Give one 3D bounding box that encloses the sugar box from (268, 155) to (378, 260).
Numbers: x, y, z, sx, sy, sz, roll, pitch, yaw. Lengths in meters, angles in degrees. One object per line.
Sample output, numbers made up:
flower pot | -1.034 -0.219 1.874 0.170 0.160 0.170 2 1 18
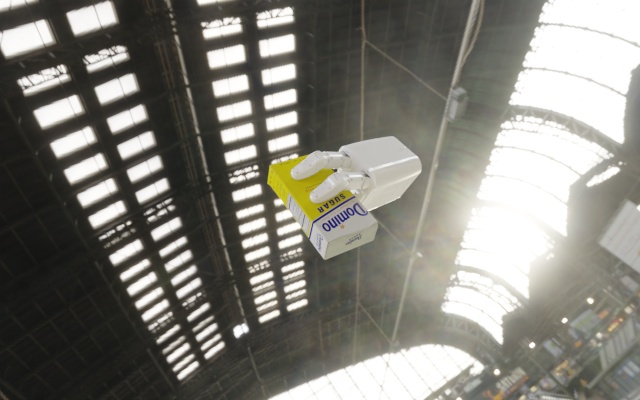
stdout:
sugar box | 0.000 0.002 0.732 0.093 0.048 0.176 -19 49 -29
